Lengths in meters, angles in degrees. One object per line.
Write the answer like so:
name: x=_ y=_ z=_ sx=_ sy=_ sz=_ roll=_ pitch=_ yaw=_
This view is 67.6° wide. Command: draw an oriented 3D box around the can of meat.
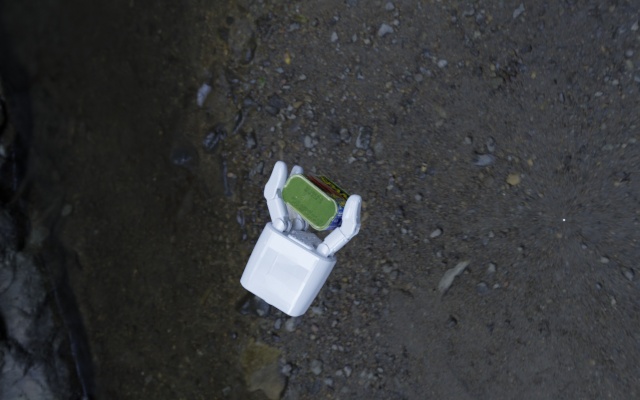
can of meat: x=0.000 y=0.002 z=0.730 sx=0.102 sy=0.057 sz=0.084 roll=39 pitch=16 yaw=23
